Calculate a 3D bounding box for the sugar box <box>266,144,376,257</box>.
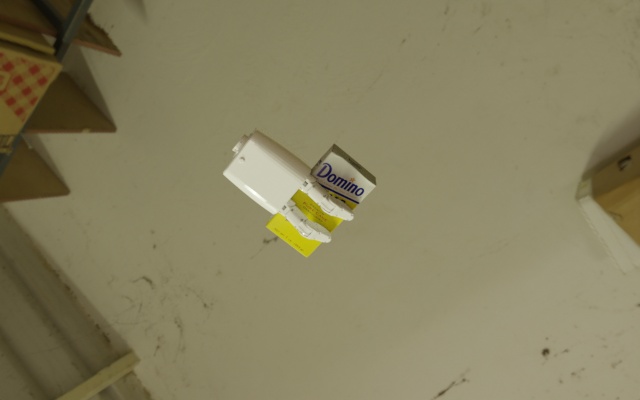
[{"bbox_3d":[0.000,0.003,0.788,0.093,0.176,0.048,37,23,-12],"label":"sugar box"}]
